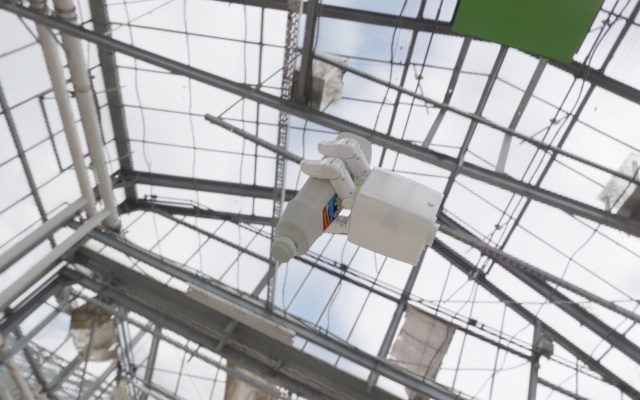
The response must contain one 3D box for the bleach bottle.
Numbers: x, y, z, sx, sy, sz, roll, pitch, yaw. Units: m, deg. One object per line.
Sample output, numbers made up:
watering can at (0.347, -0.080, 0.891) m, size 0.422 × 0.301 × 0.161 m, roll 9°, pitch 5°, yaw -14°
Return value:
bleach bottle at (0.000, 0.002, 0.681) m, size 0.068 × 0.103 × 0.250 m, roll 22°, pitch 42°, yaw 13°
